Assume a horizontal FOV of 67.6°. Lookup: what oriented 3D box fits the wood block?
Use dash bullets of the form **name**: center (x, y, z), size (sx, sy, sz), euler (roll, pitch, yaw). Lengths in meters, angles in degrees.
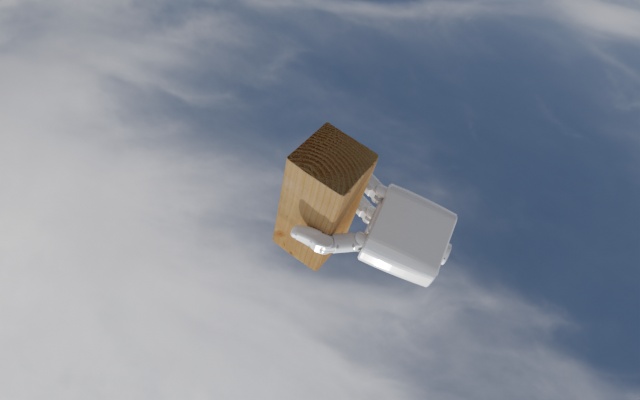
- **wood block**: center (0.000, 0.003, 0.689), size (0.090, 0.090, 0.206), euler (35, -34, 13)
